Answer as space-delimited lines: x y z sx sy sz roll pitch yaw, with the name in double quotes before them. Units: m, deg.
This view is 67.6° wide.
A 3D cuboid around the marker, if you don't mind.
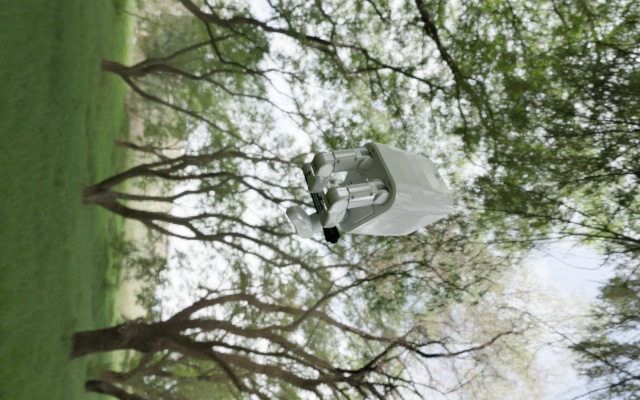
"marker" 0.000 0.002 0.599 0.020 0.121 0.020 -13 -35 -9
